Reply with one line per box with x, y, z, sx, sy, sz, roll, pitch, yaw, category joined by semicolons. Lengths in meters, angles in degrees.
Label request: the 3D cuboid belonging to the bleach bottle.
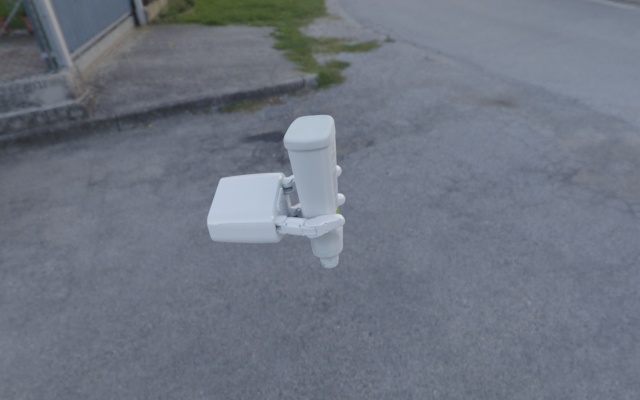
0.000;0.002;0.739;0.068;0.251;0.102;-2;30;11;bleach bottle
